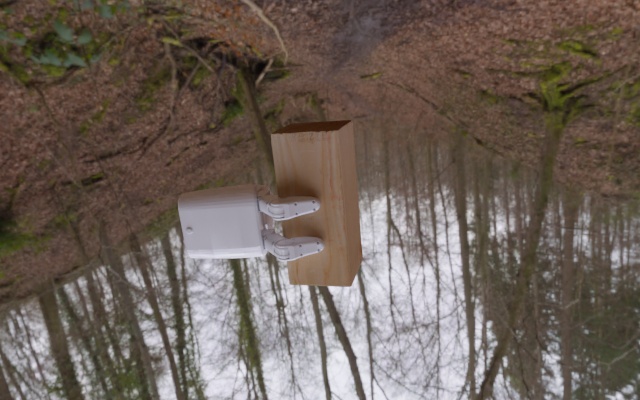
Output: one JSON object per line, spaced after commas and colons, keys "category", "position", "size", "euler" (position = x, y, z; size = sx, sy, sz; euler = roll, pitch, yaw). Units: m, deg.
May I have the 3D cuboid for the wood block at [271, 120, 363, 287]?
{"category": "wood block", "position": [0.000, 0.002, 0.646], "size": [0.090, 0.206, 0.090], "euler": [-1, 18, 15]}
